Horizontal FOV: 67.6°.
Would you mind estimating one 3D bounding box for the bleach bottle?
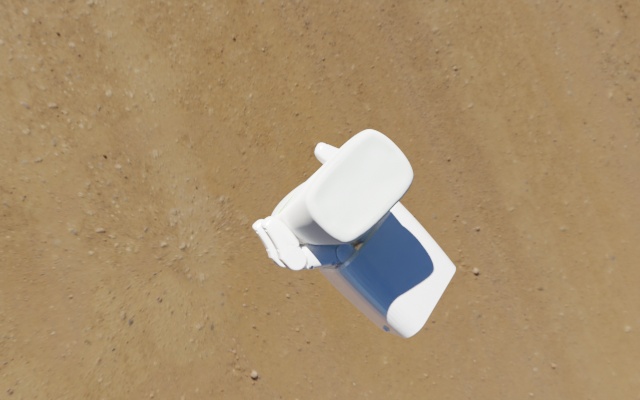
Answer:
[{"bbox_3d":[0.000,0.002,0.516,0.102,0.068,0.251,-45,7,-15],"label":"bleach bottle"}]
